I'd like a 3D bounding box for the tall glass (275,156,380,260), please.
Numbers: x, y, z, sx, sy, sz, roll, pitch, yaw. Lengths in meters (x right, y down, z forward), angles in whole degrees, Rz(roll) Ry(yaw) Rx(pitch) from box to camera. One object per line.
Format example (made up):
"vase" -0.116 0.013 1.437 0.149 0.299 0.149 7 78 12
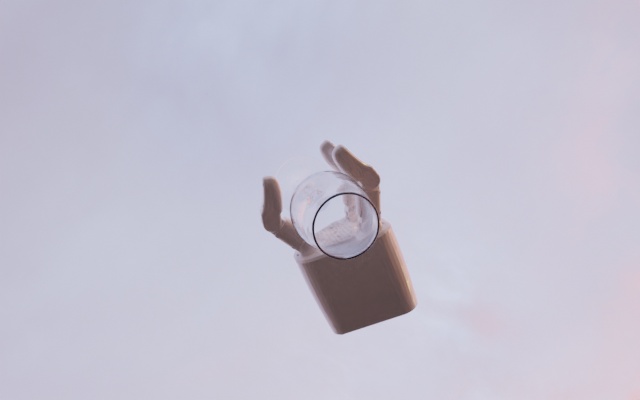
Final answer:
"tall glass" 0.000 0.001 0.509 0.079 0.079 0.201 0 12 -13
